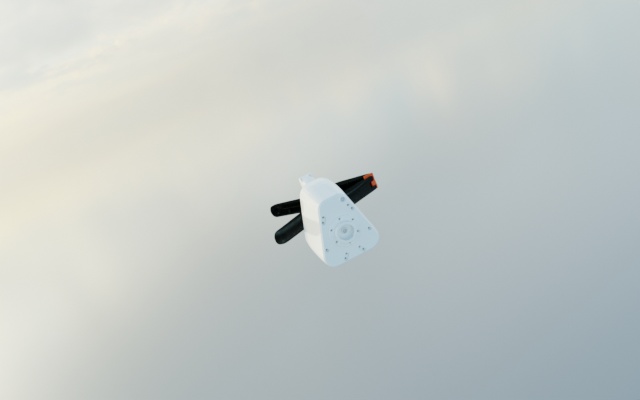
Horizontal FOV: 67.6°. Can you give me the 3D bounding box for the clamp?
[{"bbox_3d":[0.000,0.002,0.868,0.210,0.036,0.164,-26,20,-8],"label":"clamp"}]
